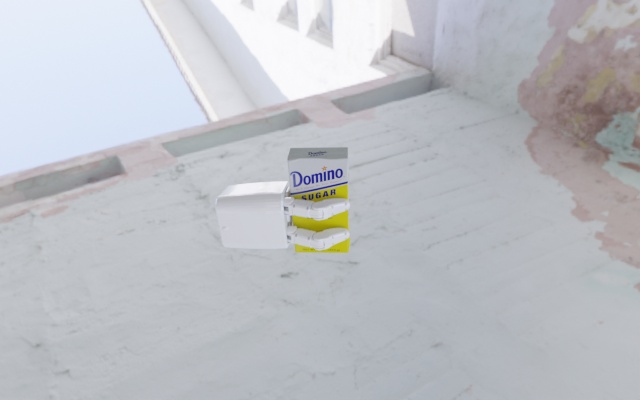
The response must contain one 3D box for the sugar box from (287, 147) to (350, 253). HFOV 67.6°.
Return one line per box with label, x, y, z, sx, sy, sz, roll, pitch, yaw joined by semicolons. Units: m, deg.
sugar box;0.000;0.003;0.764;0.093;0.176;0.048;-1;33;5
